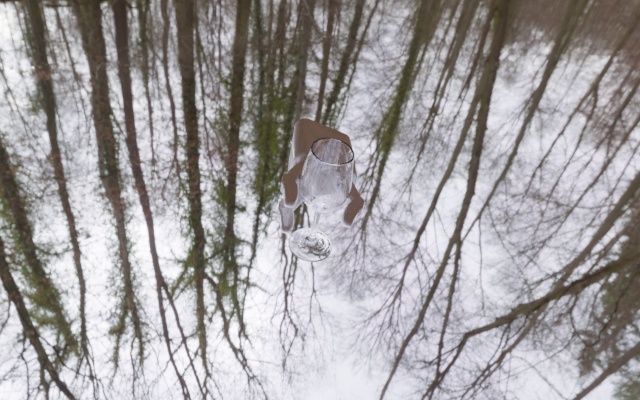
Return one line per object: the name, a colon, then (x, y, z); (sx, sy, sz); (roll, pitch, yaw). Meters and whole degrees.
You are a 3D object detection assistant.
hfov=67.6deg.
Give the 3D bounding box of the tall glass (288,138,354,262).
tall glass: (0.000, 0.003, 0.732); (0.079, 0.201, 0.079); (7, 43, -7)
